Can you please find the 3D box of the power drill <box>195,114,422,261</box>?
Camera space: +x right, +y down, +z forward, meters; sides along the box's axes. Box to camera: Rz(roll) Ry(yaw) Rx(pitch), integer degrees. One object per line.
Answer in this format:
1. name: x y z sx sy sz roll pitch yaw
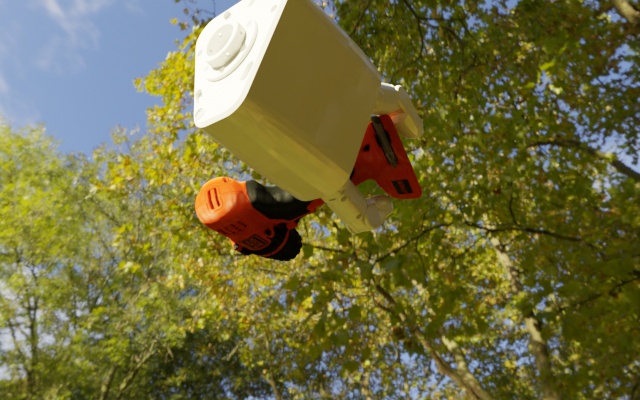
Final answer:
1. power drill: 0.000 0.001 0.462 0.187 0.057 0.184 -24 -22 9
